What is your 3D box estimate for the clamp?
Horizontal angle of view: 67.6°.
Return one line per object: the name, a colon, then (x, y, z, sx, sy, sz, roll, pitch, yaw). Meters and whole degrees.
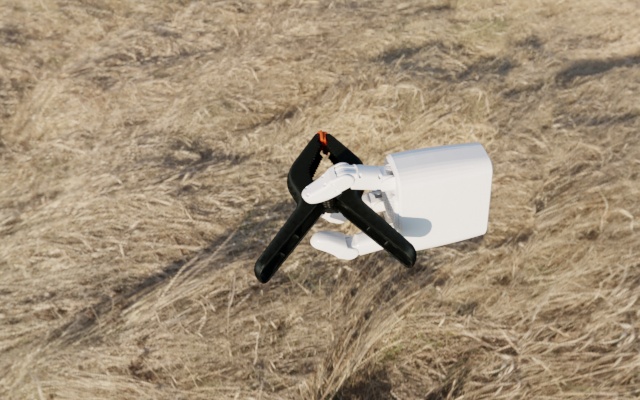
clamp: (0.000, 0.001, 0.538, 0.164, 0.209, 0.036, -11, -41, -3)
